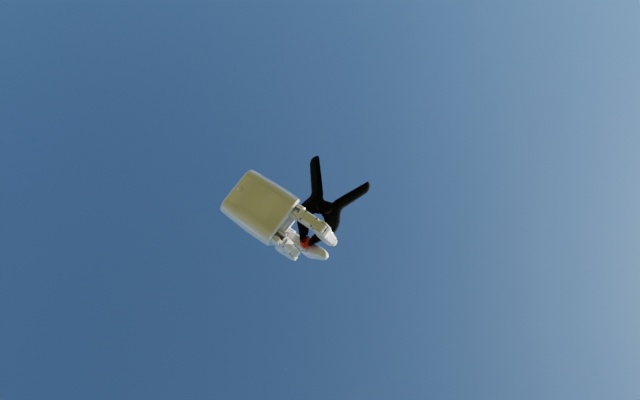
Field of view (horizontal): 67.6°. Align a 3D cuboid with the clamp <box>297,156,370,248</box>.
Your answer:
[{"bbox_3d":[0.000,0.003,0.876,0.120,0.171,0.039,34,-18,7],"label":"clamp"}]
